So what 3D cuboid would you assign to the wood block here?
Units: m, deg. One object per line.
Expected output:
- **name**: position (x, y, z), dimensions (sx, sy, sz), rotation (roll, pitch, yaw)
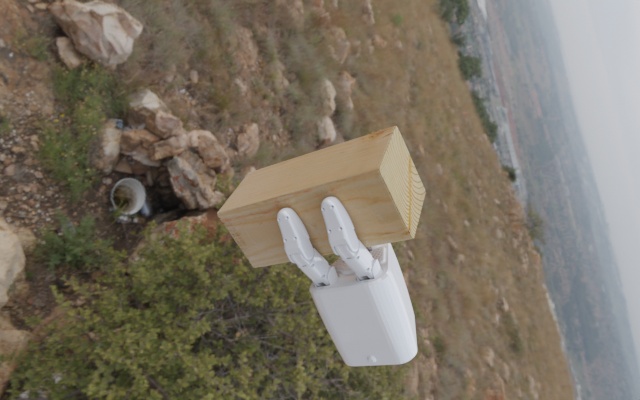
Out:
- **wood block**: position (0.000, 0.002, 0.540), dimensions (0.206, 0.090, 0.090), rotation (-14, 29, 30)
